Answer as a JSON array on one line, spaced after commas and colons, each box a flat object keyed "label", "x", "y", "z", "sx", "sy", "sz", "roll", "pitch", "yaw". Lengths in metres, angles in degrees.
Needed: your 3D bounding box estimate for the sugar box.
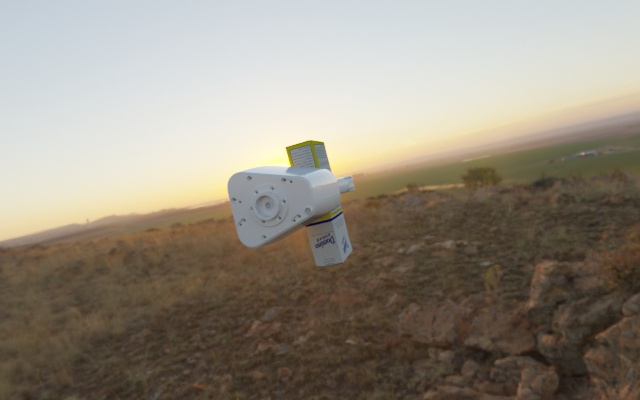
[{"label": "sugar box", "x": 0.000, "y": 0.002, "z": 0.697, "sx": 0.048, "sy": 0.176, "sz": 0.093, "roll": -12, "pitch": 3, "yaw": 14}]
